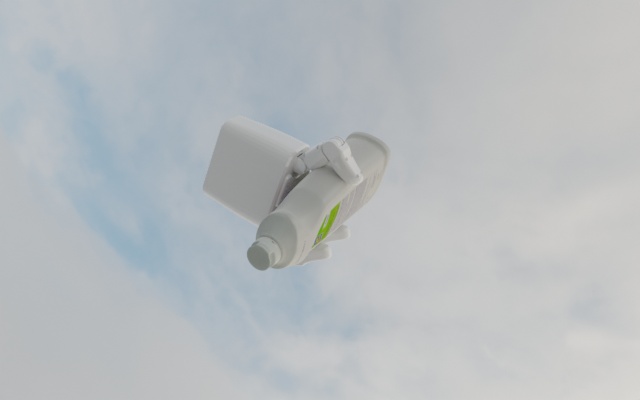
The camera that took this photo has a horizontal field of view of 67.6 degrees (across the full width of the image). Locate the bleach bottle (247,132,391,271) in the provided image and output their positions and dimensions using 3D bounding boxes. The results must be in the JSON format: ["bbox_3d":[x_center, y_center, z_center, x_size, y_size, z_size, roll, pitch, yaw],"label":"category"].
[{"bbox_3d":[0.000,0.002,0.565,0.068,0.103,0.250,28,34,17],"label":"bleach bottle"}]
